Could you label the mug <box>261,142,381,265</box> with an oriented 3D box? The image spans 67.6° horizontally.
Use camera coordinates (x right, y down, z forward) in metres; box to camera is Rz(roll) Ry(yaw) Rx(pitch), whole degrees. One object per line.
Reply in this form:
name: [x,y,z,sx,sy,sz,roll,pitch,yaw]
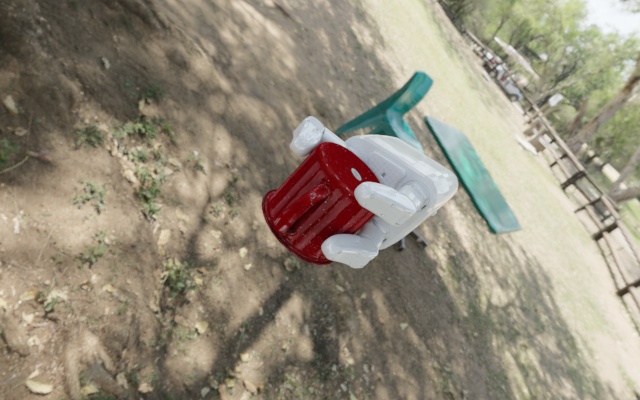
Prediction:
mug: [-0.001,0.001,0.436,0.081,0.093,0.117,-45,-14,27]
